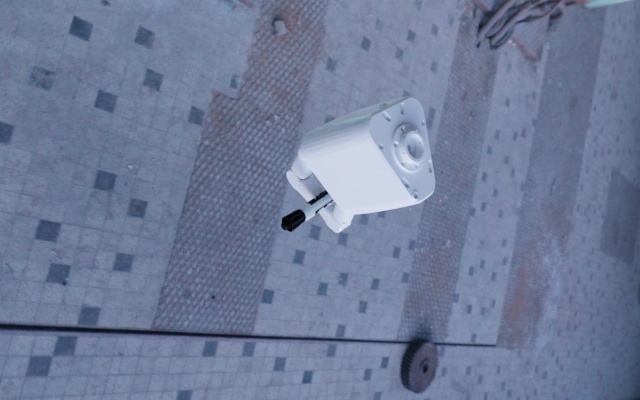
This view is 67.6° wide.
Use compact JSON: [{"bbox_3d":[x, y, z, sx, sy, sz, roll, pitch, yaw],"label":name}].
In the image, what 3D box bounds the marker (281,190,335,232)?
[{"bbox_3d":[0.000,0.002,0.558,0.121,0.020,0.020,-34,21,-36],"label":"marker"}]
